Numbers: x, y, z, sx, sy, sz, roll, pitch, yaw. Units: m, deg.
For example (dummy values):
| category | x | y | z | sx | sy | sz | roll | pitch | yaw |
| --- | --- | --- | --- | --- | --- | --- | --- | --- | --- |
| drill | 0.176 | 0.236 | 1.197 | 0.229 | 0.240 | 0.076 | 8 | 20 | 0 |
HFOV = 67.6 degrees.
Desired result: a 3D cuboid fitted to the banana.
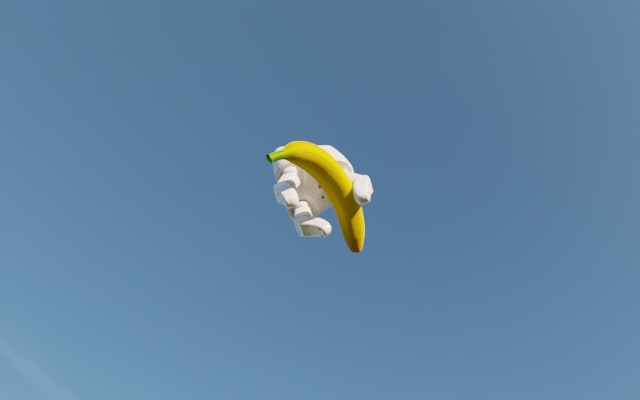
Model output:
| category | x | y | z | sx | sy | sz | roll | pitch | yaw |
| --- | --- | --- | --- | --- | --- | --- | --- | --- | --- |
| banana | 0.011 | -0.014 | 0.633 | 0.198 | 0.069 | 0.037 | 47 | -10 | -27 |
